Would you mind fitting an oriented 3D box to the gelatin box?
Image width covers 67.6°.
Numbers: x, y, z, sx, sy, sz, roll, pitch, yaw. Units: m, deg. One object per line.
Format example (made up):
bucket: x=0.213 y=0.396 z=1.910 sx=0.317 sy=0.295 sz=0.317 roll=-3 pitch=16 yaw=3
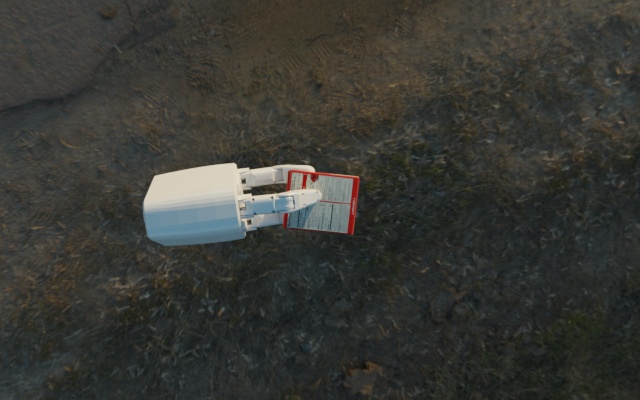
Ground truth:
gelatin box: x=0.000 y=0.002 z=0.598 sx=0.089 sy=0.073 sz=0.030 roll=6 pitch=2 yaw=-5
